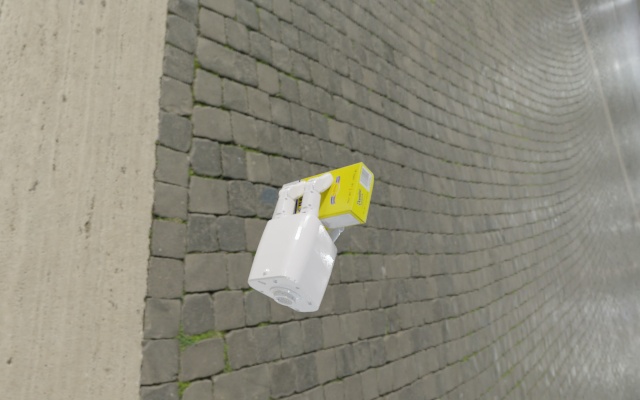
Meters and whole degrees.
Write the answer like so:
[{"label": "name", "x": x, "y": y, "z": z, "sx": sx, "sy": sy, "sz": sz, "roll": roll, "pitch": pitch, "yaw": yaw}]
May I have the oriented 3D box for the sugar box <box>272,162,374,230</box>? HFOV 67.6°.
[{"label": "sugar box", "x": 0.000, "y": 0.002, "z": 0.786, "sx": 0.176, "sy": 0.093, "sz": 0.048, "roll": -12, "pitch": -40, "yaw": 37}]
